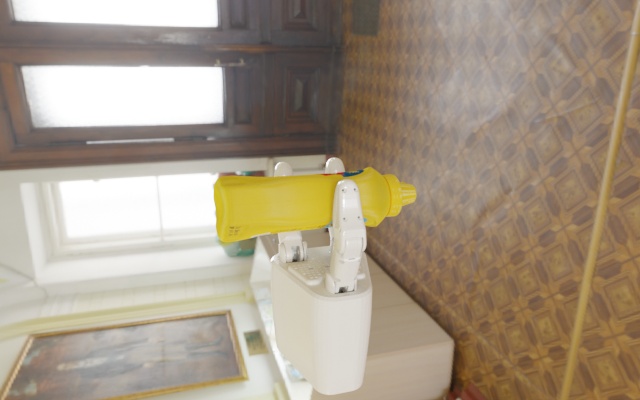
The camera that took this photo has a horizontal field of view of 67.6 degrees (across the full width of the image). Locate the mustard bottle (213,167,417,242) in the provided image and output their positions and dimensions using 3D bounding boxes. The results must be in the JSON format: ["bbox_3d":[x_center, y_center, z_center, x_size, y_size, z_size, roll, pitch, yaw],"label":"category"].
[{"bbox_3d":[0.000,0.001,0.446,0.191,0.058,0.096,-5,-5,-16],"label":"mustard bottle"}]
